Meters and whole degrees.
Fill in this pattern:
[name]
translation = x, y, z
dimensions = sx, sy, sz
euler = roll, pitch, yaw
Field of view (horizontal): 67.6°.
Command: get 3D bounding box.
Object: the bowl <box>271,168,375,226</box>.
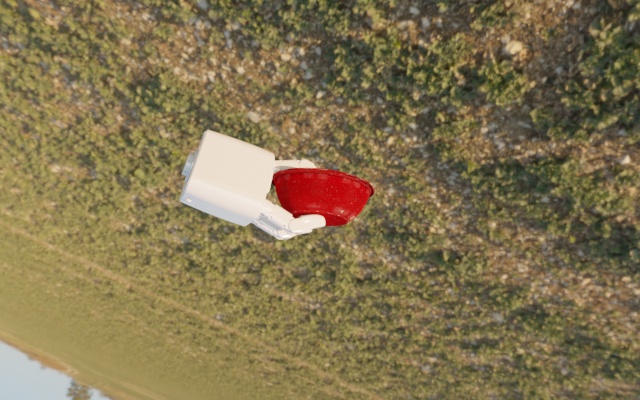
[bowl]
translation = 0.001, 0.003, 0.731
dimensions = 0.162, 0.055, 0.162
euler = 6, -15, 2
